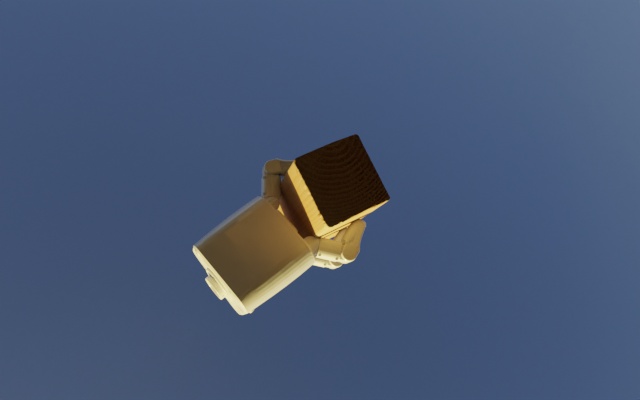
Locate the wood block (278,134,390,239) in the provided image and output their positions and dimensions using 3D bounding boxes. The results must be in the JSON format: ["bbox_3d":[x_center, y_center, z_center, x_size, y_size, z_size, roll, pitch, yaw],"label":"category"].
[{"bbox_3d":[0.000,0.002,0.641,0.090,0.091,0.206,-24,-7,-20],"label":"wood block"}]
